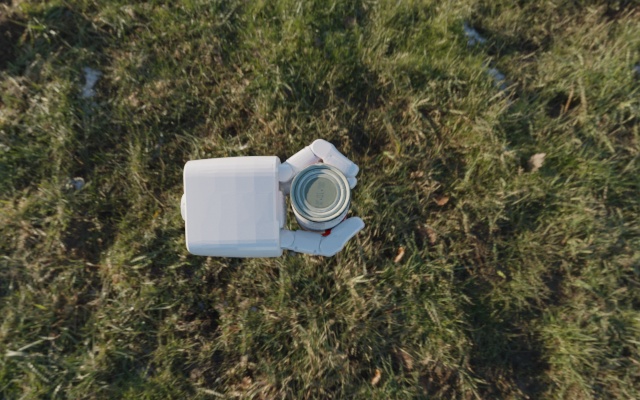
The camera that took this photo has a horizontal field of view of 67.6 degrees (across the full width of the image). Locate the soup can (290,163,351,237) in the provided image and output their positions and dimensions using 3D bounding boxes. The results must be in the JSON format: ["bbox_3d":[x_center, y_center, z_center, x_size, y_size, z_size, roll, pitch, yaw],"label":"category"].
[{"bbox_3d":[0.001,0.002,0.558,0.068,0.068,0.102,0,-13,0],"label":"soup can"}]
